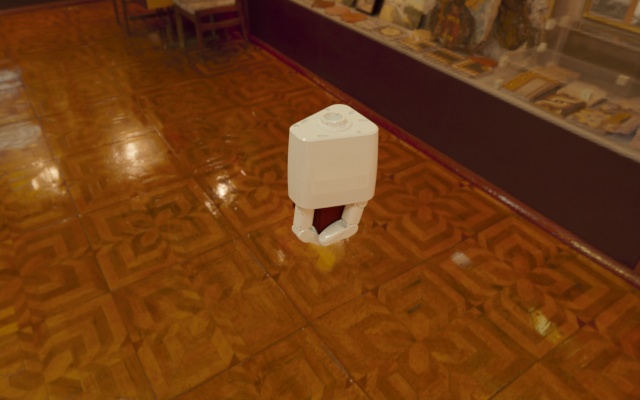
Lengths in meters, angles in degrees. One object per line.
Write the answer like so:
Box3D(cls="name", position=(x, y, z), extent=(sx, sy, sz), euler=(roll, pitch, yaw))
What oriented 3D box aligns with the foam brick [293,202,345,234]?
Box3D(cls="foam brick", position=(0.000, 0.002, 0.707), extent=(0.053, 0.051, 0.078), euler=(-19, 41, -27))
